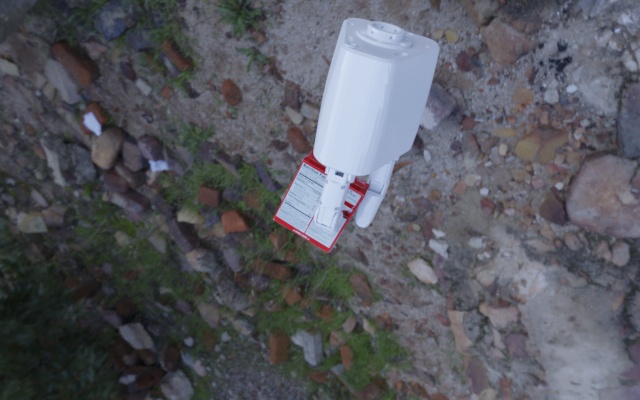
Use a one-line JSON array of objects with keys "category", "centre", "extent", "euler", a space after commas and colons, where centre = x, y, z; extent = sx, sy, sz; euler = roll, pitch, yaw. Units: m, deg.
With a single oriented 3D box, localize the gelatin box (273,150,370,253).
[{"category": "gelatin box", "centre": [0.000, 0.002, 0.513], "extent": [0.073, 0.089, 0.030], "euler": [31, 31, 2]}]
